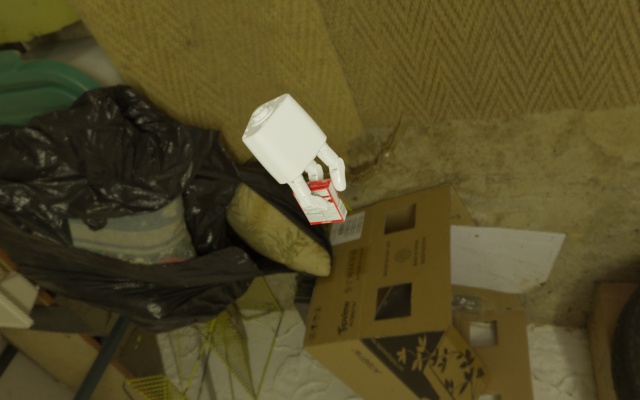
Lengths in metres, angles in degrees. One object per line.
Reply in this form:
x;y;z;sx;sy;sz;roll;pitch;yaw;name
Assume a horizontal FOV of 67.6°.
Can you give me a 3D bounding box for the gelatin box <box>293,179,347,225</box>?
0.000;0.004;0.897;0.073;0.089;0.030;-8;40;27;gelatin box
